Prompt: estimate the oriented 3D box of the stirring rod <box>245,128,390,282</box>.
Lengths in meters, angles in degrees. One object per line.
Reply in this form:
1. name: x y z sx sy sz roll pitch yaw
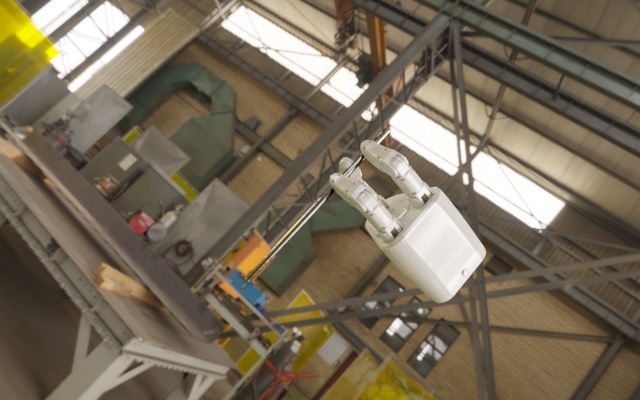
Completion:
1. stirring rod: 0.000 0.002 0.549 0.011 0.239 0.011 41 -12 10
